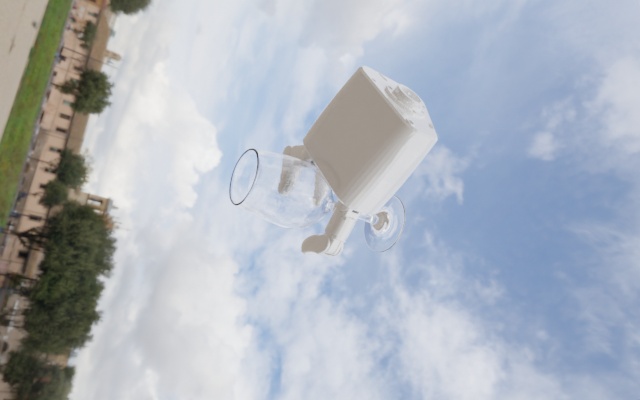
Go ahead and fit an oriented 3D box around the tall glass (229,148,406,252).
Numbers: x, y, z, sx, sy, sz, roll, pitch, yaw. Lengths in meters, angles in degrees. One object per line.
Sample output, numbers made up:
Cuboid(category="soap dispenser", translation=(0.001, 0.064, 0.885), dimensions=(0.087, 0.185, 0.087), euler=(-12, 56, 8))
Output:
Cuboid(category="tall glass", translation=(0.001, 0.002, 0.544), dimensions=(0.201, 0.079, 0.079), euler=(18, -10, -32))
